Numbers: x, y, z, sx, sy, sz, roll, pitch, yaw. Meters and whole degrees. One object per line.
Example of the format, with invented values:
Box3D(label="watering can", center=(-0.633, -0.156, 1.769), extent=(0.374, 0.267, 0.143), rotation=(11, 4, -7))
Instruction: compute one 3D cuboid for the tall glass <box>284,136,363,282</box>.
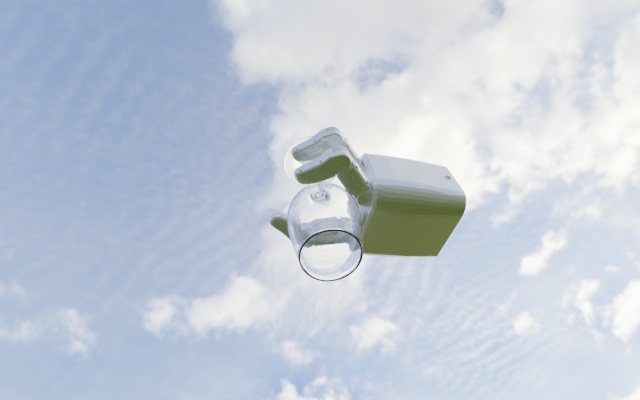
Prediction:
Box3D(label="tall glass", center=(0.000, 0.001, 0.533), extent=(0.079, 0.079, 0.201), rotation=(0, 31, -6))
